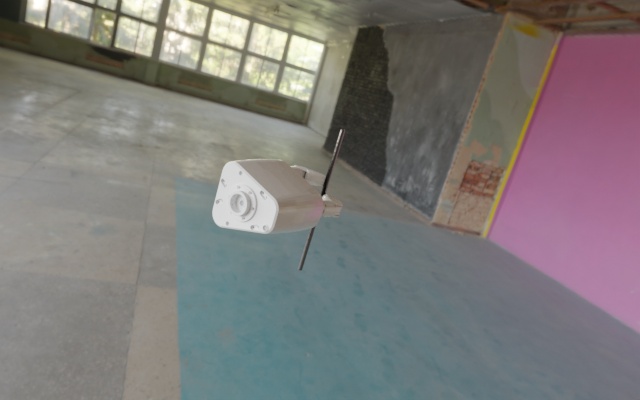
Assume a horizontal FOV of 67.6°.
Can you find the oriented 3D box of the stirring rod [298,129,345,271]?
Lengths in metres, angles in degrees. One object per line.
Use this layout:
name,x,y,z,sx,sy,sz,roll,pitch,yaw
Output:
stirring rod,0.000,0.003,0.762,0.011,0.239,0.011,16,14,-4
